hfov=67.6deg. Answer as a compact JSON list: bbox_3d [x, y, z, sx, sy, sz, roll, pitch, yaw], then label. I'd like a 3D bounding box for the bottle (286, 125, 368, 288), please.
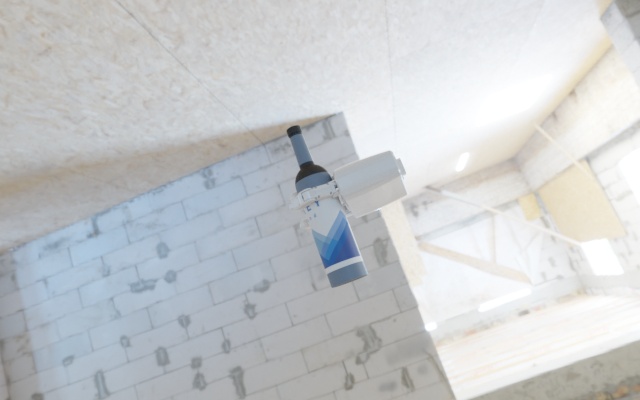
[{"bbox_3d":[0.000,0.003,0.842,0.069,0.295,0.069,-19,-13,-5],"label":"bottle"}]
